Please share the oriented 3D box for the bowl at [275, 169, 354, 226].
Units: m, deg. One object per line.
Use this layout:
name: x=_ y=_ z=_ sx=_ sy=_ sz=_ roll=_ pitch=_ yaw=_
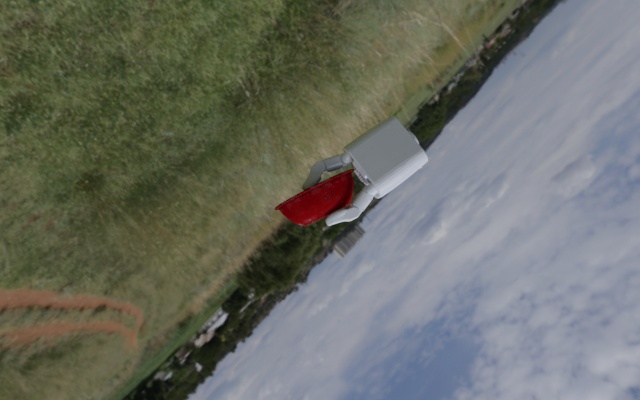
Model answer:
bowl: x=-0.001 y=0.004 z=0.866 sx=0.162 sy=0.055 sz=0.162 roll=-26 pitch=-2 yaw=-1
